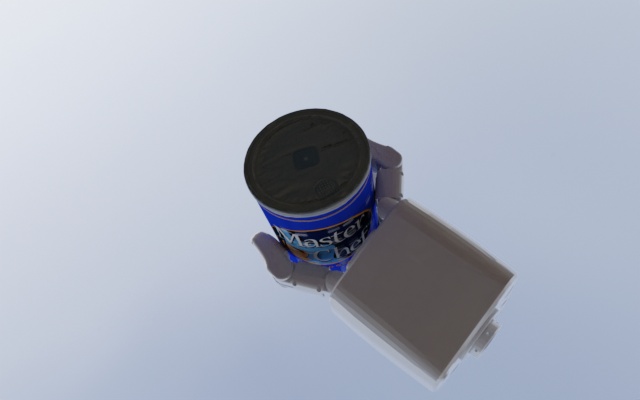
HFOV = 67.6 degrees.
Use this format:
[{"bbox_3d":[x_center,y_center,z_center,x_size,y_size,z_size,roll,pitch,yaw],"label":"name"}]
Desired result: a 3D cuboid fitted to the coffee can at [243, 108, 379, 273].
[{"bbox_3d":[0.000,0.001,0.434,0.103,0.102,0.140,0,-31,11],"label":"coffee can"}]
